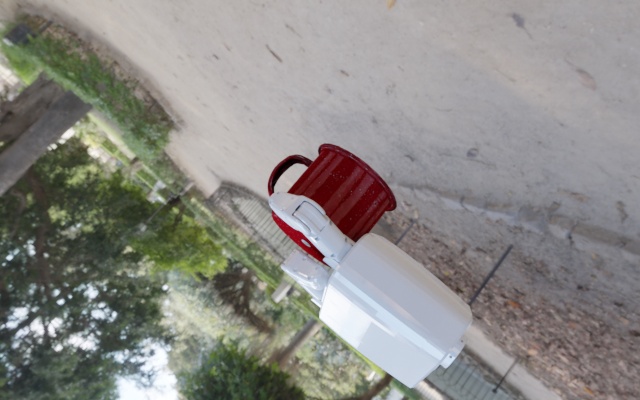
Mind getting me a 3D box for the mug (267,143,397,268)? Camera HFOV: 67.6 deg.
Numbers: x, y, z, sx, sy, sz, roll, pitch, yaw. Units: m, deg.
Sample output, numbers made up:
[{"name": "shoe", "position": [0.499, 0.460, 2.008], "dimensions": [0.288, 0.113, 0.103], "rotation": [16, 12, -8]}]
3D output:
[{"name": "mug", "position": [-0.001, 0.001, 0.446], "dimensions": [0.117, 0.081, 0.093], "rotation": [36, -14, 18]}]
